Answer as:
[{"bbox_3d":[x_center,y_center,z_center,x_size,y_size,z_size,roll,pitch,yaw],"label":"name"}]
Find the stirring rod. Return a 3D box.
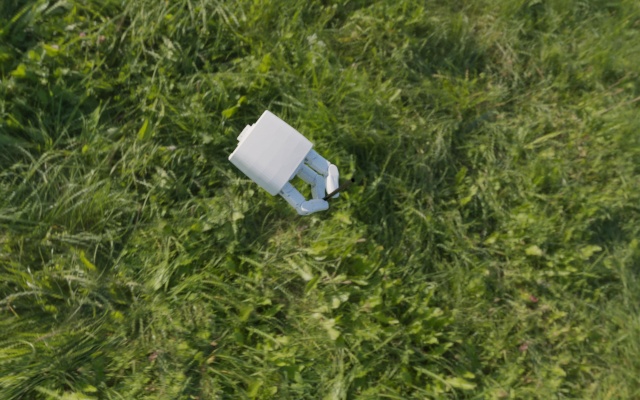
[{"bbox_3d":[0.000,0.003,0.895,0.011,0.011,0.239,0,-18,-28],"label":"stirring rod"}]
